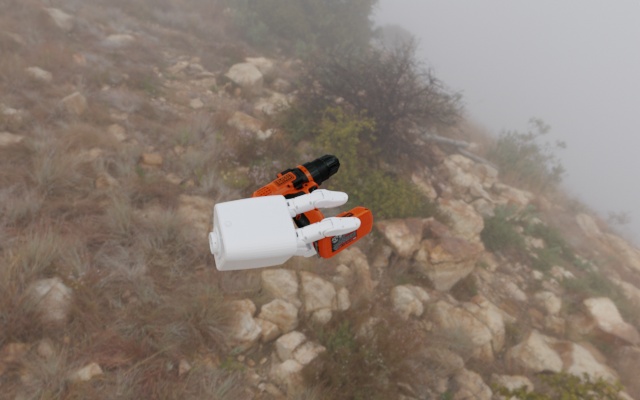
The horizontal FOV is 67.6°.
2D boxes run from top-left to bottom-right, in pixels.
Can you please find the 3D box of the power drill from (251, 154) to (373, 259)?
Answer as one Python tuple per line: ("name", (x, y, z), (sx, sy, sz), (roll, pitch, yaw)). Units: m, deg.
("power drill", (0.000, 0.003, 0.811), (0.184, 0.057, 0.187), (-32, 47, -22))
